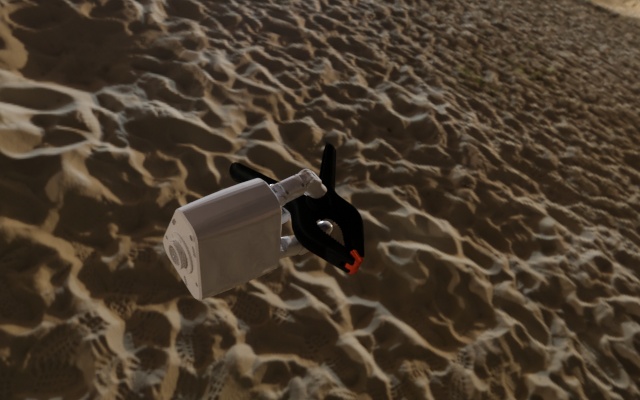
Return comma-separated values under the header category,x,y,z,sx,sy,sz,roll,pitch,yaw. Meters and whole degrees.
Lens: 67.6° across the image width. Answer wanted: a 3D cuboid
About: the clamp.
category,x,y,z,sx,sy,sz,roll,pitch,yaw
clamp,0.000,0.002,0.631,0.164,0.210,0.036,-24,-30,-32
